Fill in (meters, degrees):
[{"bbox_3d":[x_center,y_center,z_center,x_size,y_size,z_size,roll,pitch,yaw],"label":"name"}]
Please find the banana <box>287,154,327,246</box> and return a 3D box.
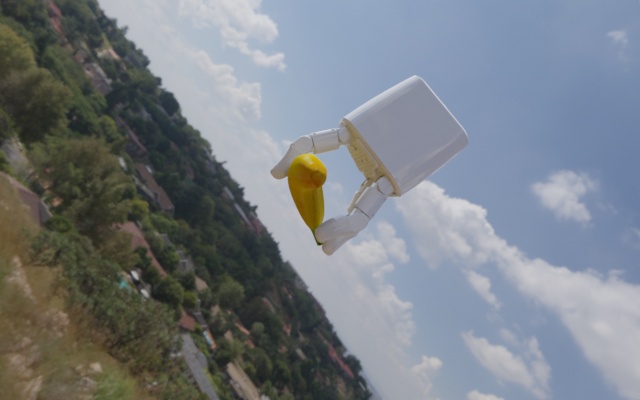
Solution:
[{"bbox_3d":[-0.010,-0.011,0.527,0.037,0.069,0.198,-32,-20,-9],"label":"banana"}]
